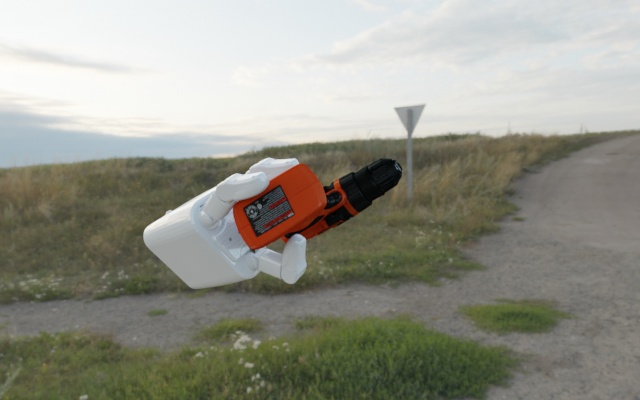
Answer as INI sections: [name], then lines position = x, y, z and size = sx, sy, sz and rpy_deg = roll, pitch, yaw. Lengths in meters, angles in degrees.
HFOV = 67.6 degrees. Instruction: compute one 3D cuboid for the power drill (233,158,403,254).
[power drill]
position = 0.000, 0.002, 0.557
size = 0.184, 0.057, 0.187
rpy_deg = -33, -13, 17
